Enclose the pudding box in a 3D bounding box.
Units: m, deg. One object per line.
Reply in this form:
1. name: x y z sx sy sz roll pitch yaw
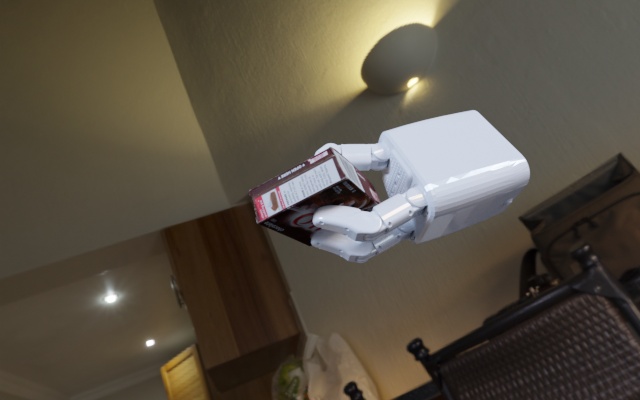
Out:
1. pudding box: 0.000 0.001 0.453 0.090 0.039 0.113 -28 -27 15
